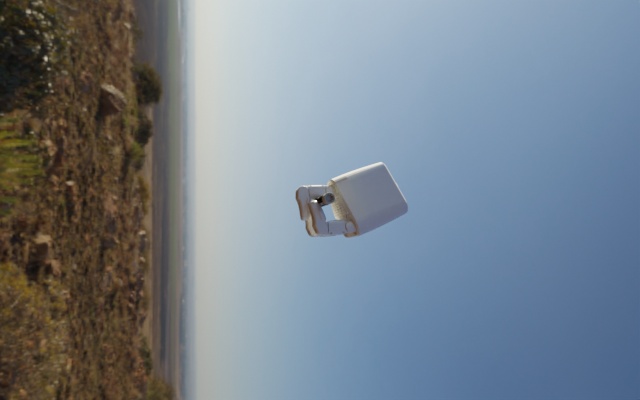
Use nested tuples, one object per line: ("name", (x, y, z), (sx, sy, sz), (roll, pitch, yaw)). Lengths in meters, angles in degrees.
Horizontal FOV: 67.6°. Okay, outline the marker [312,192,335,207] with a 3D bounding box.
("marker", (0.000, 0.003, 0.825), (0.020, 0.020, 0.121), (0, -7, -14))
